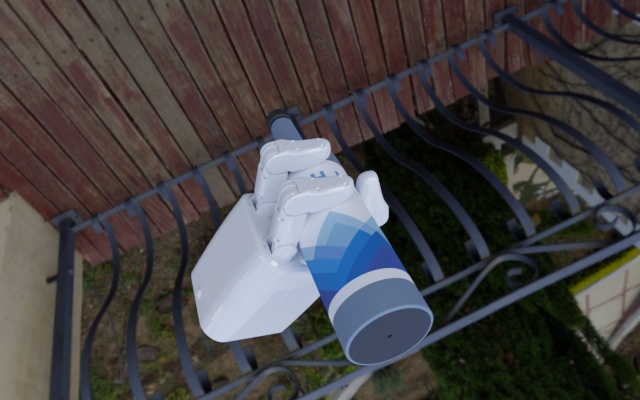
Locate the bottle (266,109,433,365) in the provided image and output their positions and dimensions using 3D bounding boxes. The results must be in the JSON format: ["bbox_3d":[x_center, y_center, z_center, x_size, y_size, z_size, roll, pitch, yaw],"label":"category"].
[{"bbox_3d":[0.000,0.002,0.431,0.069,0.069,0.295,0,39,-25],"label":"bottle"}]
